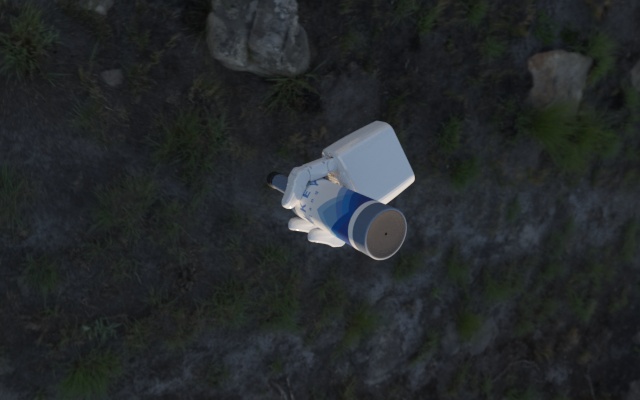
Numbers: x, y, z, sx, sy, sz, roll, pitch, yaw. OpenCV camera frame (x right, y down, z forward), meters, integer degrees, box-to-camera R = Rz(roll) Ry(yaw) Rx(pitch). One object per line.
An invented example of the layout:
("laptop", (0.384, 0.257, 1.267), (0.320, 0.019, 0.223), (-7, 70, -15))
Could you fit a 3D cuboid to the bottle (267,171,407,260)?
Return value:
("bottle", (0.000, 0.002, 0.693), (0.069, 0.069, 0.295), (0, 15, -34))
